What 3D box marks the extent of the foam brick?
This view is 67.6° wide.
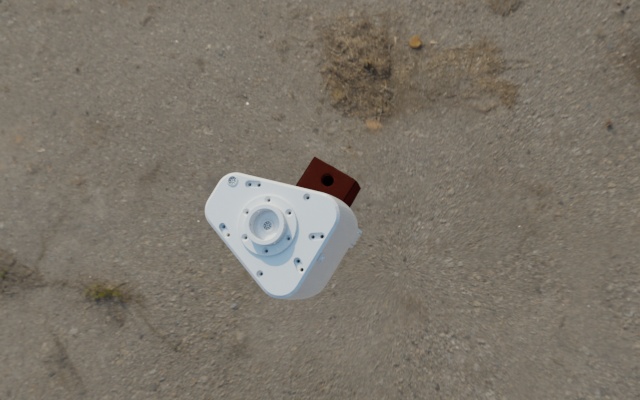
[{"bbox_3d":[0.000,0.001,0.509,0.053,0.078,0.051,31,-2,14],"label":"foam brick"}]
